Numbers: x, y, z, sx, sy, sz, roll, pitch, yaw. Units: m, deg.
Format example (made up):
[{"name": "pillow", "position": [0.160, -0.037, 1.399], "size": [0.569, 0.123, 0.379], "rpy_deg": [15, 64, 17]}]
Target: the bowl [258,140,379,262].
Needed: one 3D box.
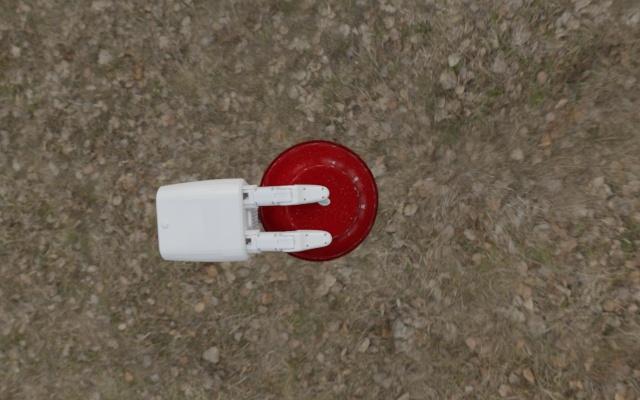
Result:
[{"name": "bowl", "position": [0.001, 0.002, 0.605], "size": [0.162, 0.162, 0.055], "rpy_deg": [0, 2, -6]}]
